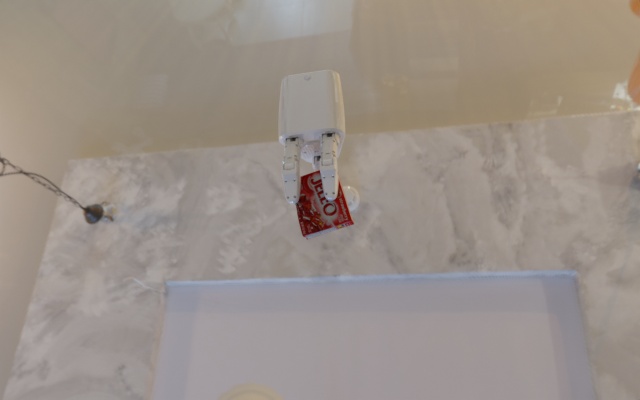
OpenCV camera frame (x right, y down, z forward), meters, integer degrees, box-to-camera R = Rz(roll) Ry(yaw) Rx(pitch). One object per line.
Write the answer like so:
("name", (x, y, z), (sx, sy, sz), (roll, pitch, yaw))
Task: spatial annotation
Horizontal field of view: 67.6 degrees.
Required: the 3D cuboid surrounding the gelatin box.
("gelatin box", (0.000, 0.003, 0.682), (0.073, 0.089, 0.030), (-18, -18, 7))
